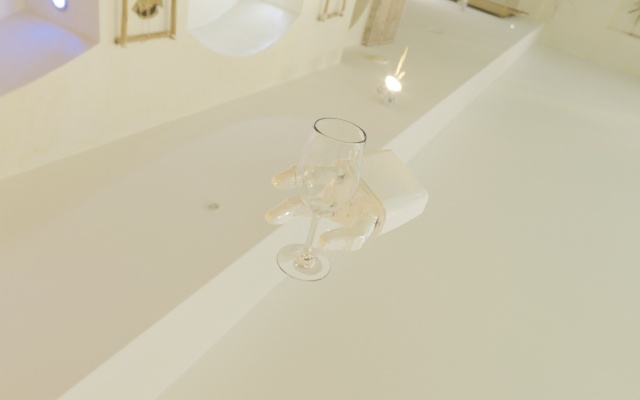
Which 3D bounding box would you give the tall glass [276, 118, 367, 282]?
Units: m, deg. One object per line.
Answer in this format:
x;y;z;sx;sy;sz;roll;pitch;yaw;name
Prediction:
0.000;0.003;0.589;0.079;0.201;0.079;11;33;-7;tall glass
